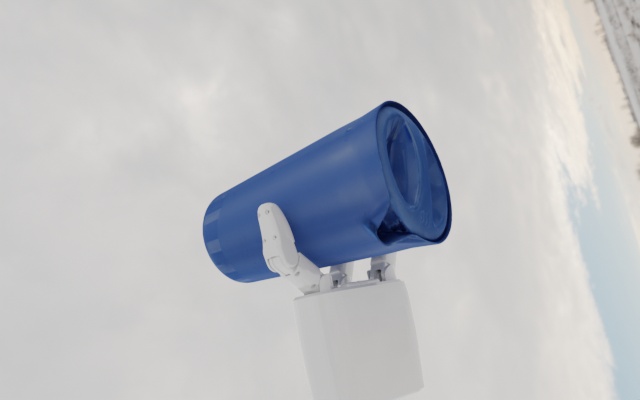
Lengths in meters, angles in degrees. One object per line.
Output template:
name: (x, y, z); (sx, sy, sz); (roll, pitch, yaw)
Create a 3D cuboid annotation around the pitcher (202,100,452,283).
pitcher: (0.000, 0.002, 0.489); (0.243, 0.145, 0.149); (-20, -15, 34)
